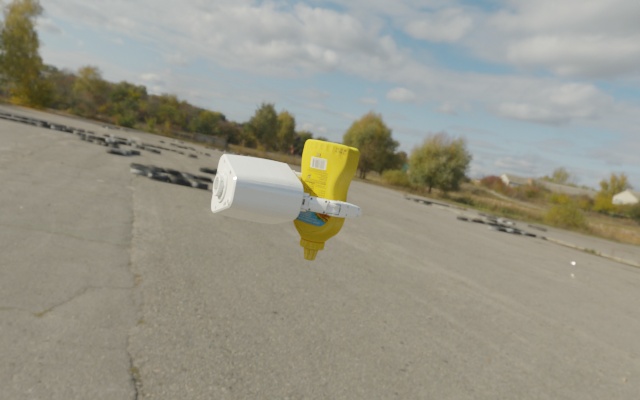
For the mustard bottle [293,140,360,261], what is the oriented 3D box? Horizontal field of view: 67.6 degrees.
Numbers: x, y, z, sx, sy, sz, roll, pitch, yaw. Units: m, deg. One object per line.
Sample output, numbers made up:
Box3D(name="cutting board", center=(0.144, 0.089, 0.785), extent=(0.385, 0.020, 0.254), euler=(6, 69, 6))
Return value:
Box3D(name="mustard bottle", center=(0.000, 0.002, 0.770), extent=(0.096, 0.191, 0.058), euler=(16, 6, 38))
